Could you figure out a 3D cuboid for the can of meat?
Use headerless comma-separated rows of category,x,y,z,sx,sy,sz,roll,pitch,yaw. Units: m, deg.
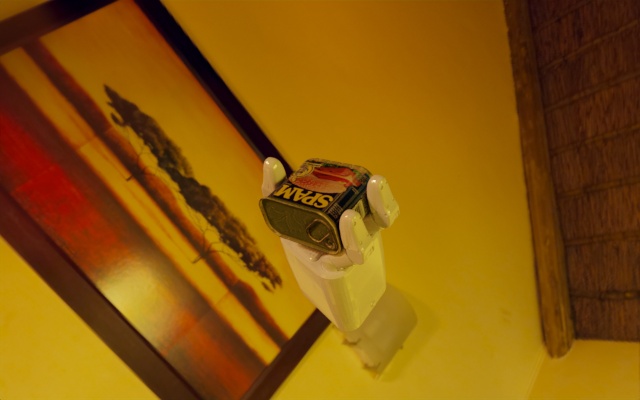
can of meat,0.000,0.001,0.515,0.102,0.057,0.084,15,47,36
